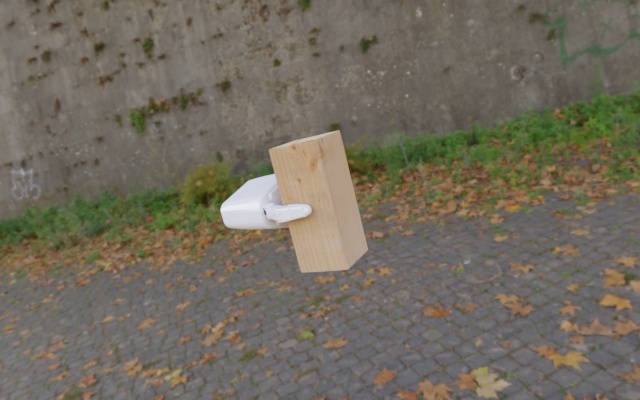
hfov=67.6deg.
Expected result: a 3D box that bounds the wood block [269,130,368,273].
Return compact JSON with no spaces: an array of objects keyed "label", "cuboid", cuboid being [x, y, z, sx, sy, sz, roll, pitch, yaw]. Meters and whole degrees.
[{"label":"wood block","cuboid":[0.000,0.003,0.771,0.090,0.206,0.091,-8,12,30]}]
